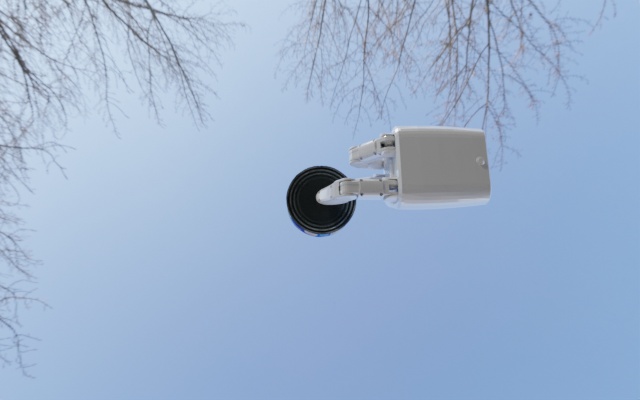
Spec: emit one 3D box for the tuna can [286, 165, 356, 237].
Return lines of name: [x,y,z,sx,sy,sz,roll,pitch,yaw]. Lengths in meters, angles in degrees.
tuna can: [0.000,0.002,0.595,0.086,0.086,0.034,0,-12,-4]
